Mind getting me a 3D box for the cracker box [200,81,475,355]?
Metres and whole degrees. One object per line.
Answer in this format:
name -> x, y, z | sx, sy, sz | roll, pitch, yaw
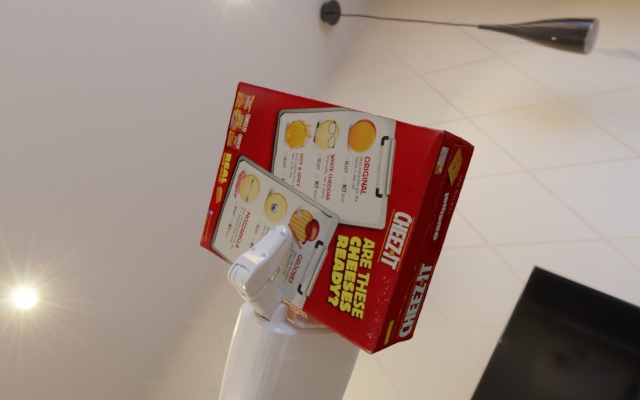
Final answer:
cracker box -> 0.000, 0.001, 0.409 | 0.213, 0.164, 0.072 | 23, 11, 37
